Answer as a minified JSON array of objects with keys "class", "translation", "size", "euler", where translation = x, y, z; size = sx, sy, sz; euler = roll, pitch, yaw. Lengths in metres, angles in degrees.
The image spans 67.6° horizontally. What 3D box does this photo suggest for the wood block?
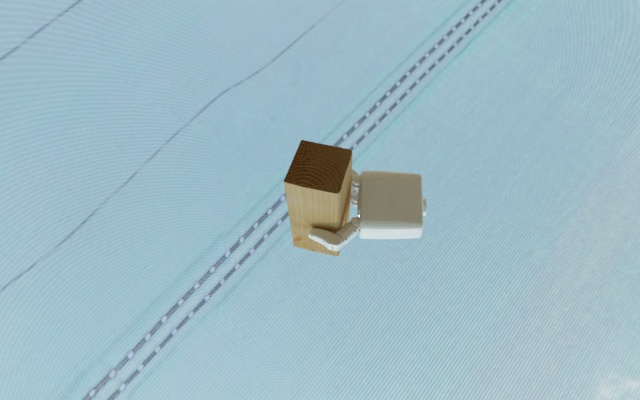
[{"class":"wood block","translation":[0.000,0.003,0.825],"size":[0.090,0.090,0.206],"euler":[13,-33,10]}]
